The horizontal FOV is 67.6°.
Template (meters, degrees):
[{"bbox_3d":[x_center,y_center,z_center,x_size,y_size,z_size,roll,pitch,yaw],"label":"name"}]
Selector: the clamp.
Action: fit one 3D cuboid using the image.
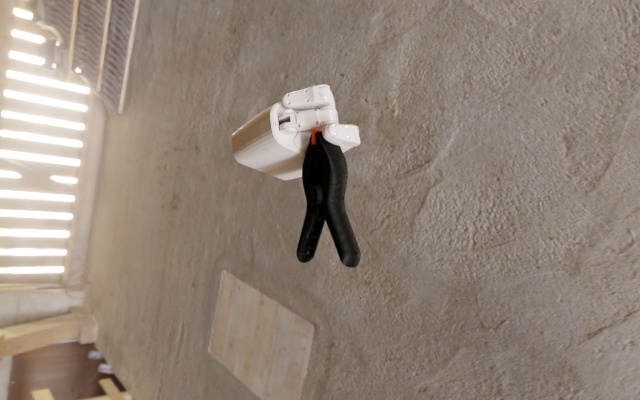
[{"bbox_3d":[0.000,0.002,0.590,0.039,0.171,0.120,4,-14,-37],"label":"clamp"}]
